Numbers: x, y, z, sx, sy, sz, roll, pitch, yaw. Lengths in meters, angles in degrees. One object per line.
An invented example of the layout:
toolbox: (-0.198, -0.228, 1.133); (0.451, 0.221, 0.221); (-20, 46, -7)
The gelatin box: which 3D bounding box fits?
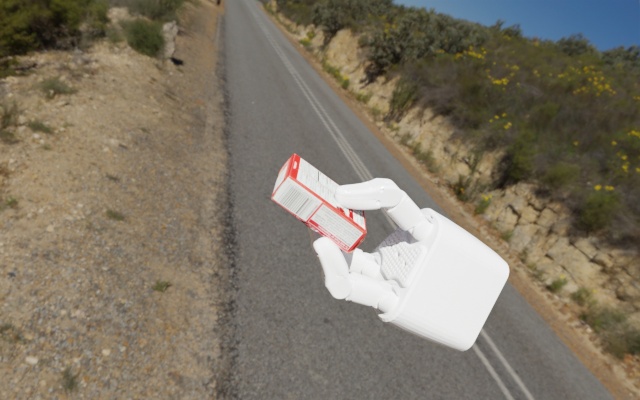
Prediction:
gelatin box: (0.000, 0.001, 0.444); (0.089, 0.030, 0.073); (36, 18, -12)
